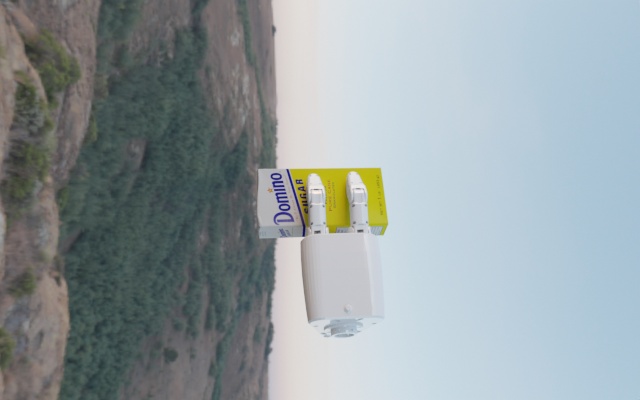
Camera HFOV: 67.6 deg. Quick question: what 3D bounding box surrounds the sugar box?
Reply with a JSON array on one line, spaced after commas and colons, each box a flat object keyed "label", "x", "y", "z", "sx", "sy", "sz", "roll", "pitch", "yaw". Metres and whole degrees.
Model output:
[{"label": "sugar box", "x": 0.000, "y": 0.002, "z": 0.666, "sx": 0.176, "sy": 0.093, "sz": 0.048, "roll": -1, "pitch": -28, "yaw": -7}]
